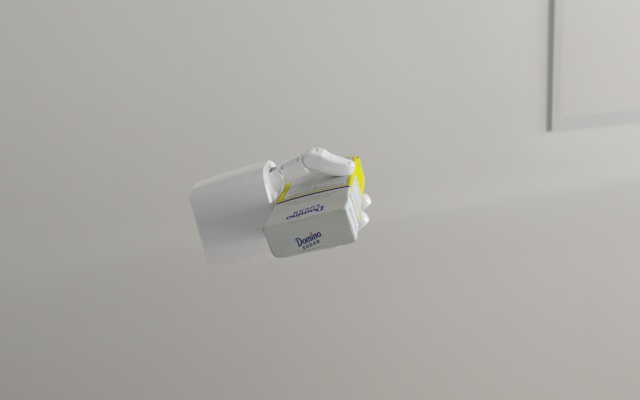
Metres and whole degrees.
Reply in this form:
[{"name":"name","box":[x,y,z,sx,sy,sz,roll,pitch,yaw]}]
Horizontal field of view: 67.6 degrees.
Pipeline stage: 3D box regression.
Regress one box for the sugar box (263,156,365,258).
[{"name":"sugar box","box":[0.000,0.002,0.562,0.093,0.048,0.176,-13,23,14]}]
